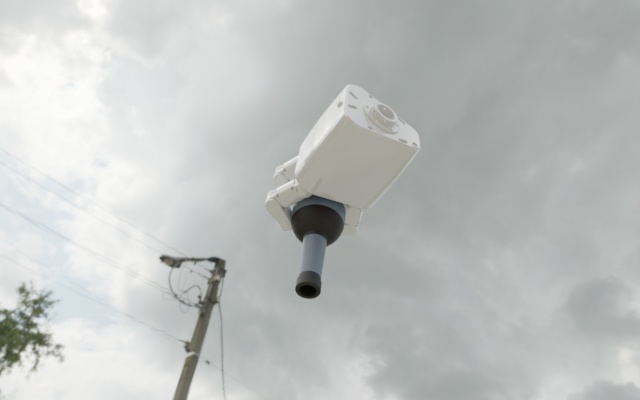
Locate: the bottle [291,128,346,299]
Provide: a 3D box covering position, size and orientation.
[{"bbox_3d":[0.000,0.002,0.615,0.069,0.069,0.295,0,39,7],"label":"bottle"}]
